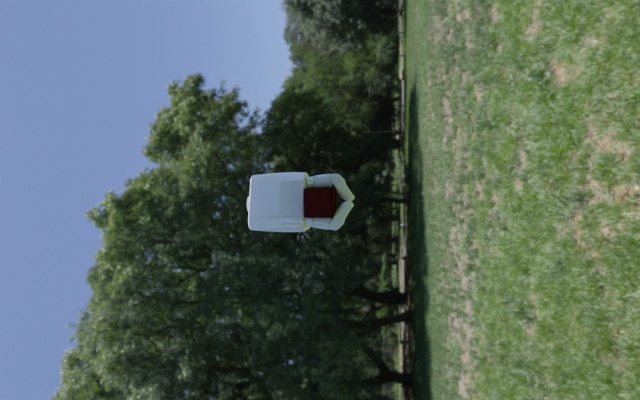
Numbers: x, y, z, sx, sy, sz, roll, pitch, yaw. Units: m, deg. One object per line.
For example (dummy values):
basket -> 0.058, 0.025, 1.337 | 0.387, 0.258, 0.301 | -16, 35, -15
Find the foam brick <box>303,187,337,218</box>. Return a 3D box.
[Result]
foam brick -> 0.000, 0.003, 0.858 | 0.051, 0.053, 0.078 | 0, 2, 7
